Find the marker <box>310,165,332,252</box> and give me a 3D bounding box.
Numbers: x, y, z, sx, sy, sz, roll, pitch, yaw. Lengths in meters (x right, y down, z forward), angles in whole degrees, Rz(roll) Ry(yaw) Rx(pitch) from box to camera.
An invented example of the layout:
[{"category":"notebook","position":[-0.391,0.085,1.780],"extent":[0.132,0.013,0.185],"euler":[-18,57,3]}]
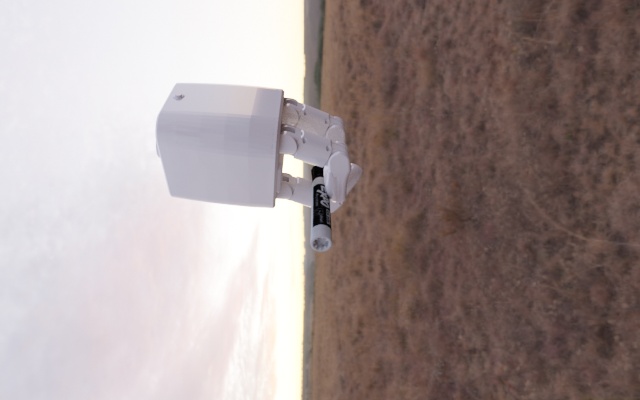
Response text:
[{"category":"marker","position":[0.000,0.001,0.453],"extent":[0.020,0.020,0.121],"euler":[0,36,-1]}]
